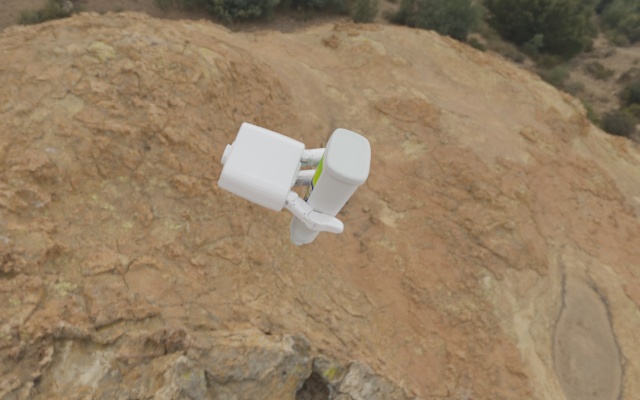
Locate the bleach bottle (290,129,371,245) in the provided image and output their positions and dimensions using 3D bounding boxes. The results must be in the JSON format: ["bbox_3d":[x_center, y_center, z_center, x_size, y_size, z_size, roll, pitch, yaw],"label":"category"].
[{"bbox_3d":[0.000,0.002,0.785,0.068,0.102,0.251,21,-43,-9],"label":"bleach bottle"}]
